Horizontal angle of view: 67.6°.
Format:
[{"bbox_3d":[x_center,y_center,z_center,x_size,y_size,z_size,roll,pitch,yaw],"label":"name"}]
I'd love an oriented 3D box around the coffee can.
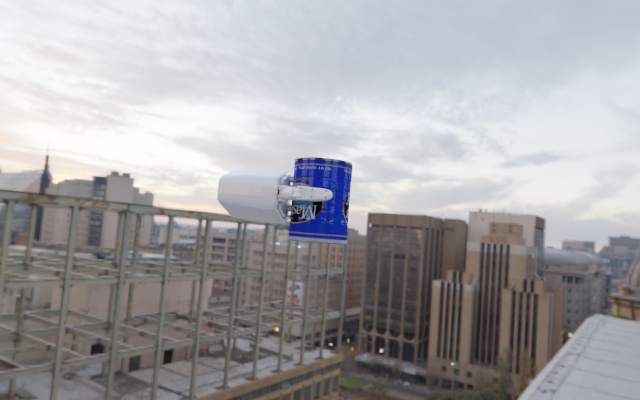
[{"bbox_3d":[0.000,0.003,0.831,0.103,0.140,0.103,5,-4,0],"label":"coffee can"}]
